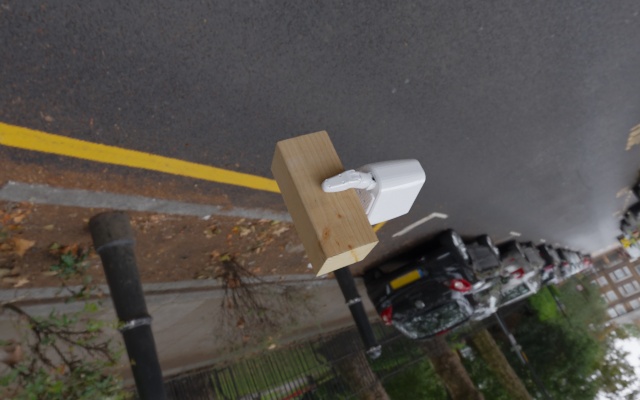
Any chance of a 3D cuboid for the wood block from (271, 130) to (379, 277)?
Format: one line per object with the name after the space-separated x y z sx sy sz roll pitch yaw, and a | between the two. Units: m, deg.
0.001 0.002 0.772 0.090 0.206 0.091 -17 -21 -21 | wood block
